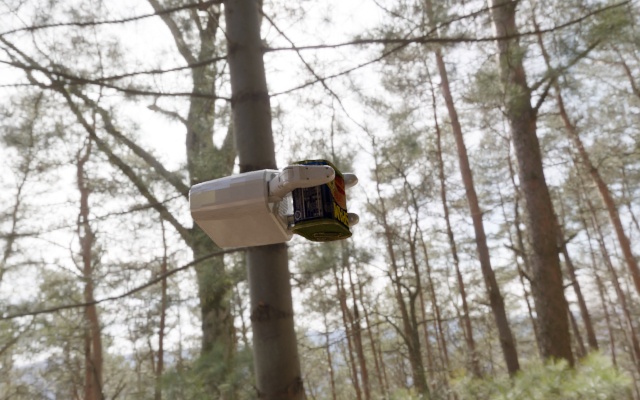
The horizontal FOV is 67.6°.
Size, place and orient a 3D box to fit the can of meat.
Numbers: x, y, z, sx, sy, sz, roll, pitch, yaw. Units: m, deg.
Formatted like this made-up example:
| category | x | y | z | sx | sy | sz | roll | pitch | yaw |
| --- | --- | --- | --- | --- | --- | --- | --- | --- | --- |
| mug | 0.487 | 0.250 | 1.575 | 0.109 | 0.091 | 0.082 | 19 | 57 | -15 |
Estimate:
| category | x | y | z | sx | sy | sz | roll | pitch | yaw |
| --- | --- | --- | --- | --- | --- | --- | --- | --- | --- |
| can of meat | 0.000 | 0.002 | 0.604 | 0.057 | 0.084 | 0.102 | -10 | -17 | 16 |
